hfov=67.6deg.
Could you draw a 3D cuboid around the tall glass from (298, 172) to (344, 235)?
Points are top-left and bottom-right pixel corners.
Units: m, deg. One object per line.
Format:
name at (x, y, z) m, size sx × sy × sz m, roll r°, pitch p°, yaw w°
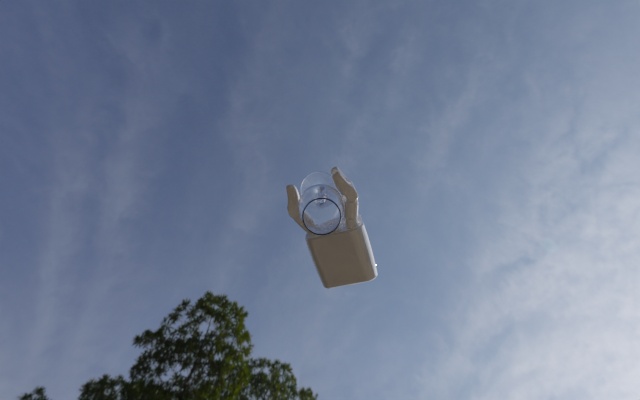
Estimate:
tall glass at (0.000, 0.002, 0.848) m, size 0.079 × 0.079 × 0.201 m, roll 0°, pitch 13°, yaw -1°
